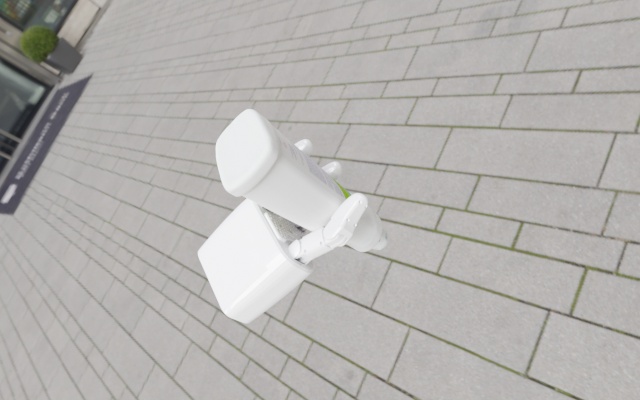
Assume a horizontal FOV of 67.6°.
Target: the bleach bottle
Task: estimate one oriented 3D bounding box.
[{"bbox_3d":[0.000,0.002,0.542,0.251,0.068,0.102,35,19,-39],"label":"bleach bottle"}]
